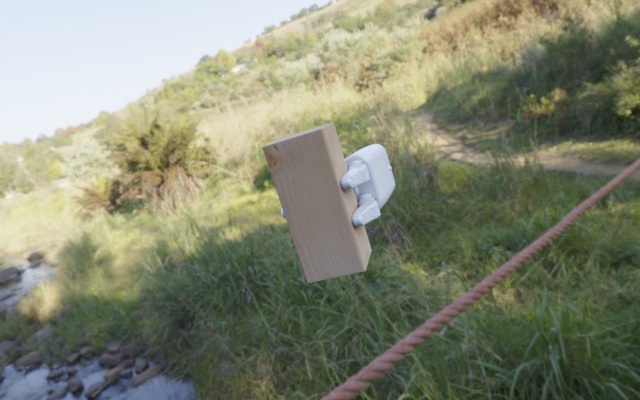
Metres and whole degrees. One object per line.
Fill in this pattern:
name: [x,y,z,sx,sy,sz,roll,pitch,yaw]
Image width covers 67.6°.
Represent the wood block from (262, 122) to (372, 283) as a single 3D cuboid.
wood block: [0.000,0.002,0.694,0.091,0.206,0.090,-15,12,16]
